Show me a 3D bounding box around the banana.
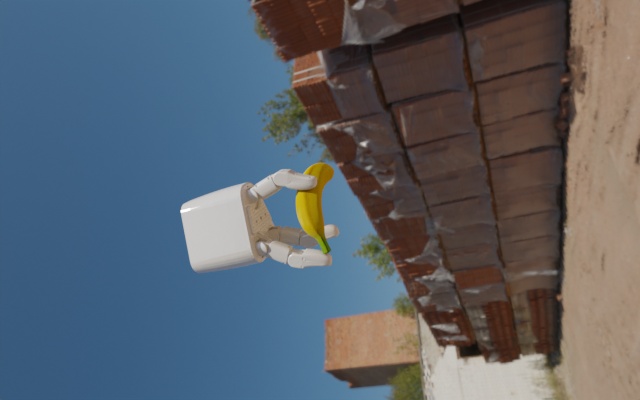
[{"bbox_3d":[-0.007,-0.009,0.706,0.037,0.070,0.197,-16,35,17],"label":"banana"}]
